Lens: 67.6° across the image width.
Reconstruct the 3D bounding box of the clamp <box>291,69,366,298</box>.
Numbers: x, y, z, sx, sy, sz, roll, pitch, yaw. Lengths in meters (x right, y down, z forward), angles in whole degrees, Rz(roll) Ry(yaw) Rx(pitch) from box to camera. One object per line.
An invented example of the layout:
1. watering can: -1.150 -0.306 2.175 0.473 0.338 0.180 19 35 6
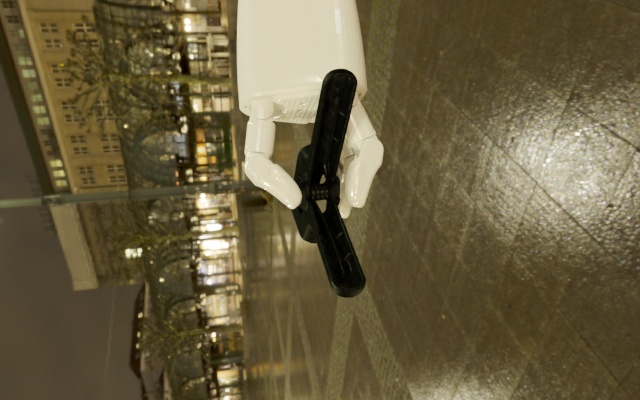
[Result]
1. clamp: -0.001 0.001 0.426 0.036 0.164 0.210 -1 -10 -12
